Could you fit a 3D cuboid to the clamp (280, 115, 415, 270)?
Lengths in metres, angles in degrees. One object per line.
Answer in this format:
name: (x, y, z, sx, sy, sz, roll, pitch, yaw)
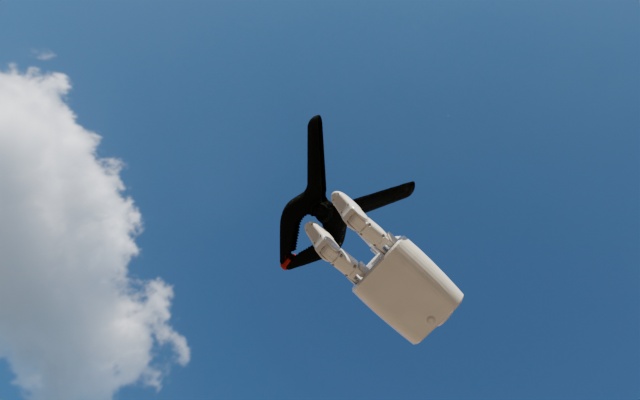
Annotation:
clamp: (0.000, 0.003, 0.648, 0.164, 0.210, 0.036, 44, 17, 9)
